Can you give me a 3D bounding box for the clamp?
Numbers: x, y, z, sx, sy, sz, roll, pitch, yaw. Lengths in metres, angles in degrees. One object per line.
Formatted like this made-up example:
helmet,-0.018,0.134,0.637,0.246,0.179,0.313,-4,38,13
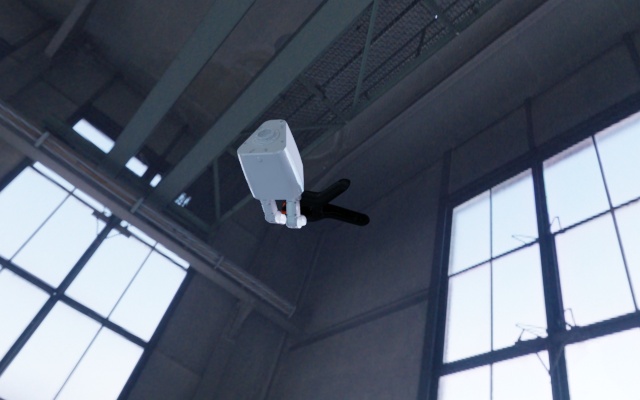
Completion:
clamp,0.000,0.003,0.894,0.171,0.120,0.039,0,44,19
